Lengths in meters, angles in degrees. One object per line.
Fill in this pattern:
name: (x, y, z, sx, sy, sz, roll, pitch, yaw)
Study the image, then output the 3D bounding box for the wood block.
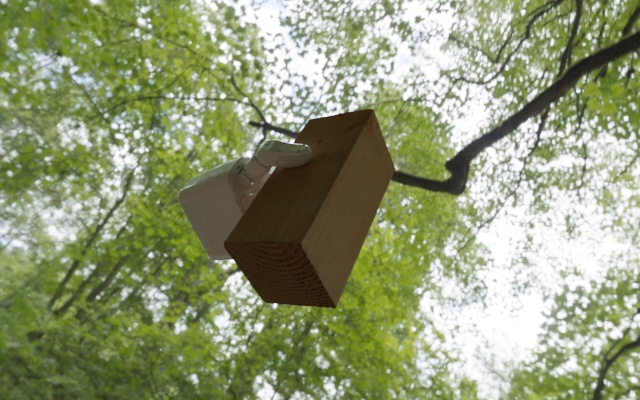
wood block: (0.000, 0.001, 0.507, 0.090, 0.091, 0.206, -3, 41, 32)
